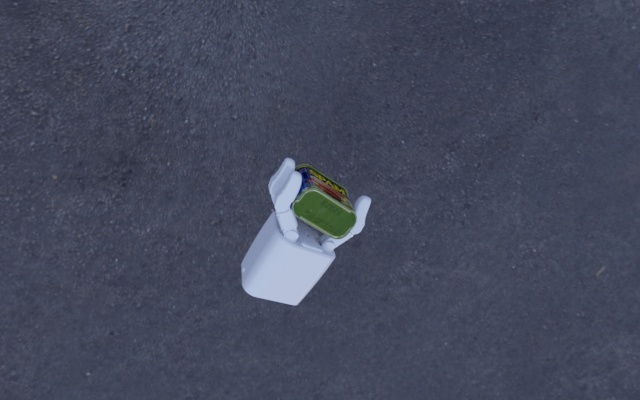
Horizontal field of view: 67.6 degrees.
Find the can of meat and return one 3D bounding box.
[{"bbox_3d":[0.000,0.002,0.702,0.102,0.057,0.084,32,16,-22],"label":"can of meat"}]
